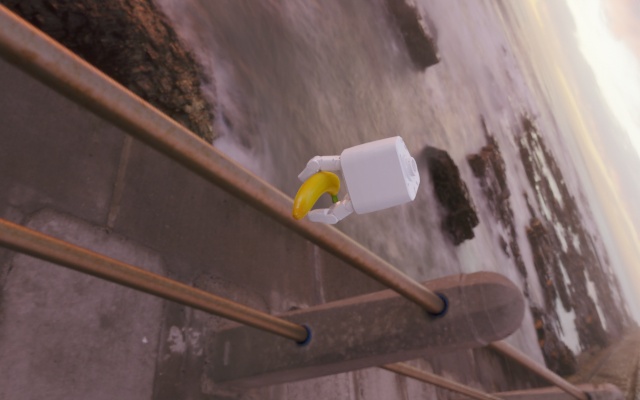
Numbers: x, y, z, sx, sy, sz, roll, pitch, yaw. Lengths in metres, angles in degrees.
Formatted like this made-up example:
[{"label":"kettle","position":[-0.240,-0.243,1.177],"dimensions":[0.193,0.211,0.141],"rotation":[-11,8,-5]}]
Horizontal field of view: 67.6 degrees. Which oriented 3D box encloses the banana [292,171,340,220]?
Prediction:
[{"label":"banana","position":[-0.001,-0.016,0.864],"dimensions":[0.037,0.069,0.198],"rotation":[-7,6,25]}]
